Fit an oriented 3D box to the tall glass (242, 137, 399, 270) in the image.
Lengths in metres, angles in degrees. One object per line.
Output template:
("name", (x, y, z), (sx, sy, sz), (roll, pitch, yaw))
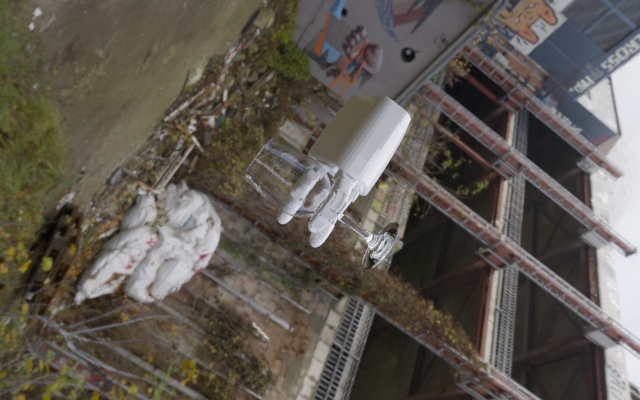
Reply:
("tall glass", (0.001, 0.003, 0.610), (0.201, 0.079, 0.079), (35, -7, -10))
